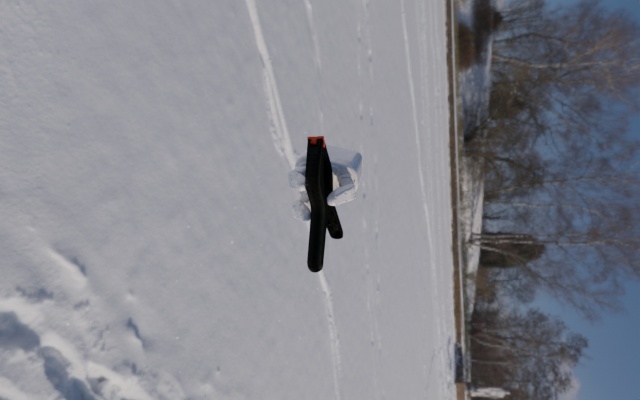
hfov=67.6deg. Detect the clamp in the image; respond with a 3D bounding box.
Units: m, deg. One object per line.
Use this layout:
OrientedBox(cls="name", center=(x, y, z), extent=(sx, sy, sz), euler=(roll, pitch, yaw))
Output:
OrientedBox(cls="clamp", center=(0.001, 0.002, 0.780), extent=(0.036, 0.210, 0.164), euler=(-2, 22, 15))
